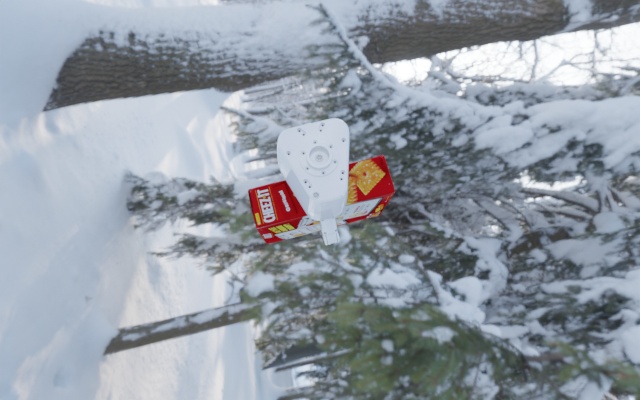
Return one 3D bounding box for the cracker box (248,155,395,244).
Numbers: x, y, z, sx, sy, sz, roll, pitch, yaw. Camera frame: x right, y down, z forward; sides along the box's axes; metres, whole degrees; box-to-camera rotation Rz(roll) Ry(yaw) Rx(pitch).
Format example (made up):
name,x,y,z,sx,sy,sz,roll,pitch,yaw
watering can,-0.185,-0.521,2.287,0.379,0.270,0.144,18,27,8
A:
name,x,y,z,sx,sy,sz,roll,pitch,yaw
cracker box,0.000,0.003,0.782,0.213,0.072,0.164,-14,-13,-4
